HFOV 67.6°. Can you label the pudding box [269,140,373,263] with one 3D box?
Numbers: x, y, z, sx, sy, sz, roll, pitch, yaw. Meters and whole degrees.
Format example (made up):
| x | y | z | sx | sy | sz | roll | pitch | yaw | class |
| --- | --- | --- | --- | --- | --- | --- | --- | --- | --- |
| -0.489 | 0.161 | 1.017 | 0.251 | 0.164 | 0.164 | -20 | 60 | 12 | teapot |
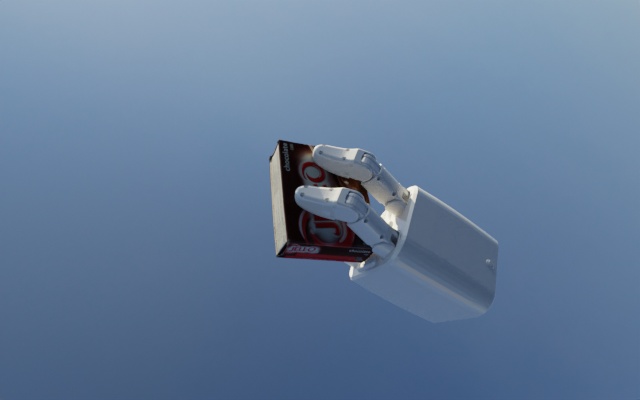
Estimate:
| x | y | z | sx | sy | sz | roll | pitch | yaw | class |
| --- | --- | --- | --- | --- | --- | --- | --- | --- | --- |
| 0.000 | 0.002 | 0.457 | 0.090 | 0.113 | 0.039 | 7 | -35 | -25 | pudding box |
